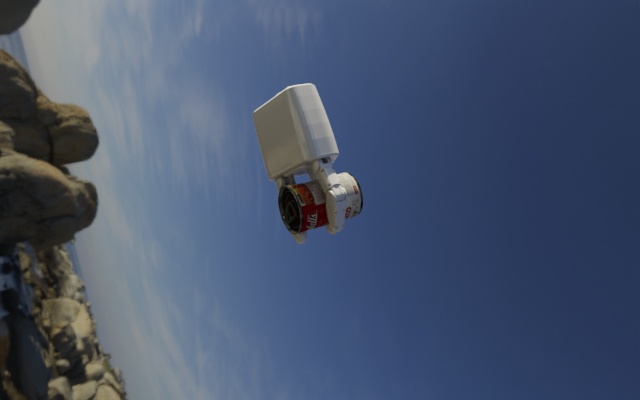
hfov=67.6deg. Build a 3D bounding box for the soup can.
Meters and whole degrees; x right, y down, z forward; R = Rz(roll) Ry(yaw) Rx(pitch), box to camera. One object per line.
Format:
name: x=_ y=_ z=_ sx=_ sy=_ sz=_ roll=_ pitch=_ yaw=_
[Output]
soup can: x=0.001 y=0.003 z=0.675 sx=0.102 sy=0.068 sz=0.068 roll=-15 pitch=7 yaw=-27
